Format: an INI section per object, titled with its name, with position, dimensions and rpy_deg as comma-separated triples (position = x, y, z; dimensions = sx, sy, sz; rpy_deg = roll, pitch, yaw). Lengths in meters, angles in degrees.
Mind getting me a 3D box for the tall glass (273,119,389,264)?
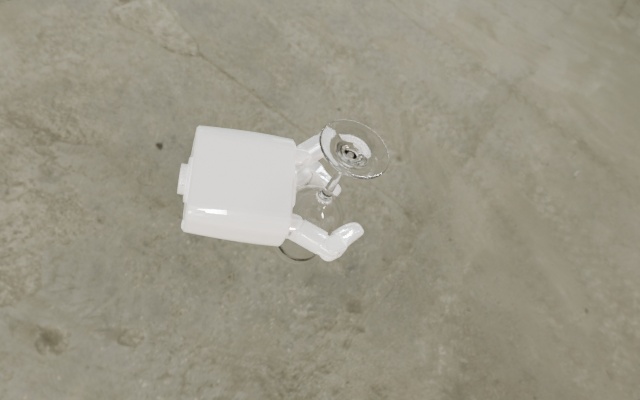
[tall glass]
position = 0.000, 0.001, 0.545
dimensions = 0.079, 0.079, 0.201
rpy_deg = 0, -33, -23
